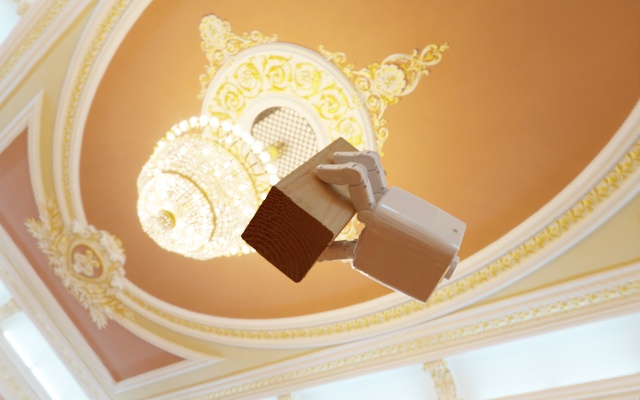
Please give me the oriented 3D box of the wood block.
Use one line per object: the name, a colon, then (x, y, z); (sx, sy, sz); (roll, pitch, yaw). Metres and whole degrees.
wood block: (0.000, 0.002, 0.617); (0.090, 0.091, 0.206); (38, 32, 5)
